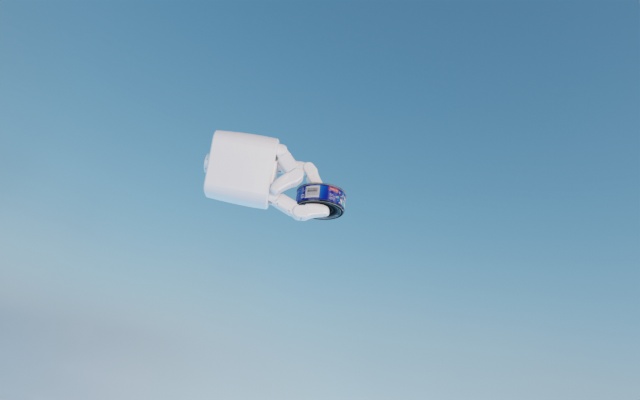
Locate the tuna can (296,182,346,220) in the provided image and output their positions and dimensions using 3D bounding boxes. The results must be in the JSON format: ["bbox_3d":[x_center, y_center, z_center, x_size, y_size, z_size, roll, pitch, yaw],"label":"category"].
[{"bbox_3d":[0.000,0.003,0.817,0.086,0.033,0.086,5,-24,2],"label":"tuna can"}]
